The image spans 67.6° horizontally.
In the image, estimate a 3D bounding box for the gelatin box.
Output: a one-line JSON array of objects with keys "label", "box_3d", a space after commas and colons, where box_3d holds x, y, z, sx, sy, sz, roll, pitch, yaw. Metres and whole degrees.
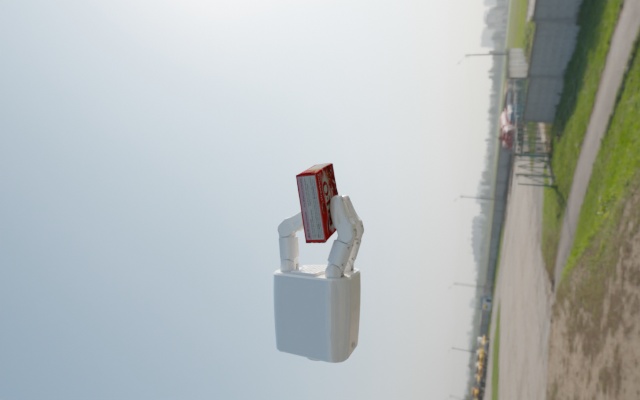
[{"label": "gelatin box", "box_3d": [0.000, 0.002, 0.607, 0.030, 0.089, 0.073, -5, 12, 20]}]
